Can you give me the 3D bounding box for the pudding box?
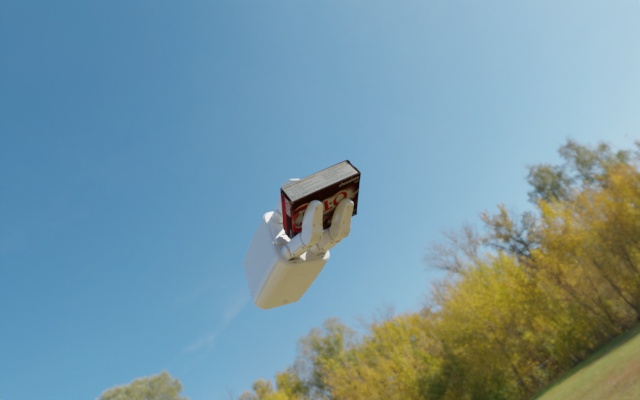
[{"bbox_3d":[0.000,0.002,0.675,0.113,0.090,0.039,-26,54,-22],"label":"pudding box"}]
